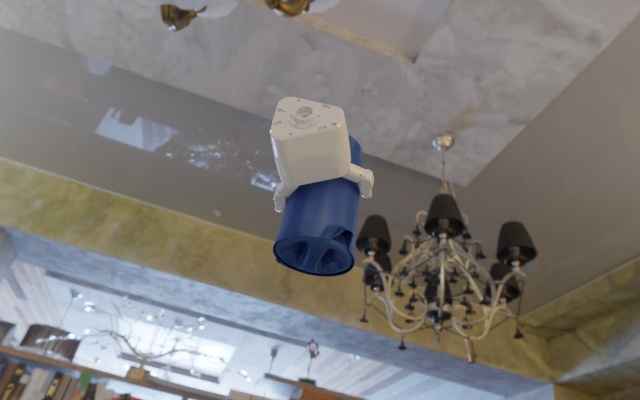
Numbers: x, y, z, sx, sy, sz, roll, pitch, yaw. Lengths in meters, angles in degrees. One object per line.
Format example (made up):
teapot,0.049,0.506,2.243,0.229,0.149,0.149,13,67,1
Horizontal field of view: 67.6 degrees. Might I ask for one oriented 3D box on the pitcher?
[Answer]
pitcher,0.000,0.003,0.834,0.149,0.242,0.145,4,-36,11
